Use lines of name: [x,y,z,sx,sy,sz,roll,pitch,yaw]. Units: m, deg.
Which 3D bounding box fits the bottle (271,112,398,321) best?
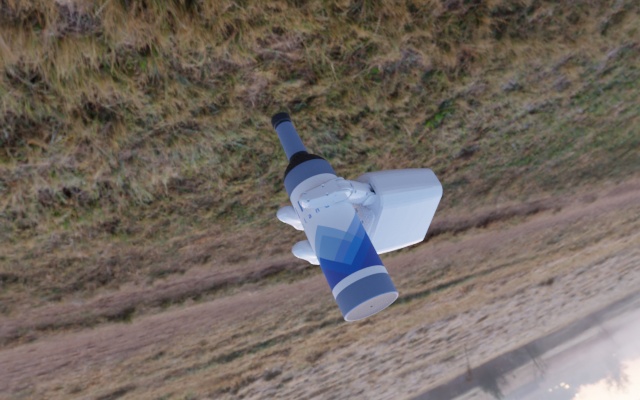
bottle: [0.000,0.002,0.598,0.069,0.295,0.069,-20,-29,-11]
